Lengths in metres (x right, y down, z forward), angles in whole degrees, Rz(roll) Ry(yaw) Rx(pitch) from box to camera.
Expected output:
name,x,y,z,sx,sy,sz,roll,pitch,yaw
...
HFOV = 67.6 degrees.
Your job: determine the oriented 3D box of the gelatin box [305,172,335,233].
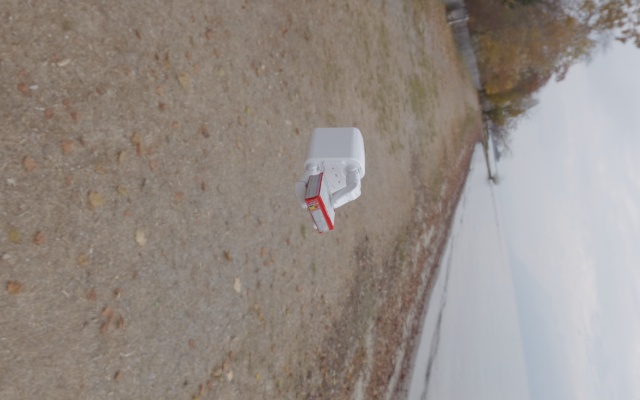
name,x,y,z,sx,sy,sz,roll,pitch,yaw
gelatin box,0.001,0.003,0.850,0.030,0.073,0.089,-15,29,13
